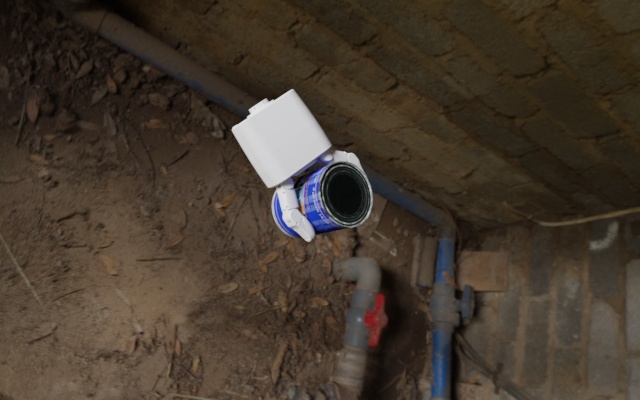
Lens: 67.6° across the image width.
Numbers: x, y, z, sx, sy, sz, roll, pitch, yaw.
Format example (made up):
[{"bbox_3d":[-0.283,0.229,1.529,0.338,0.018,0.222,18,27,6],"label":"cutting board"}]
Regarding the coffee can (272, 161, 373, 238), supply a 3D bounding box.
[{"bbox_3d":[0.000,0.003,0.768,0.103,0.103,0.140,0,-10,-36],"label":"coffee can"}]
